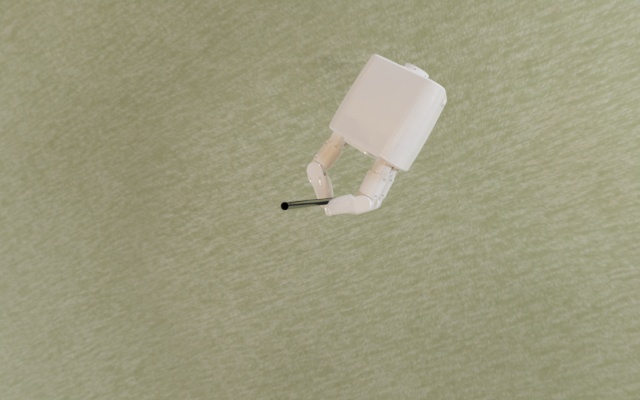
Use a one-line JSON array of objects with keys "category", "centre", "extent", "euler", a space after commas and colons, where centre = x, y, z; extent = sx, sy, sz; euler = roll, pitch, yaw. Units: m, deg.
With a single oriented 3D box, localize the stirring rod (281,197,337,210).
[{"category": "stirring rod", "centre": [0.000, 0.002, 0.559], "extent": [0.011, 0.011, 0.239], "euler": [0, 2, 16]}]
